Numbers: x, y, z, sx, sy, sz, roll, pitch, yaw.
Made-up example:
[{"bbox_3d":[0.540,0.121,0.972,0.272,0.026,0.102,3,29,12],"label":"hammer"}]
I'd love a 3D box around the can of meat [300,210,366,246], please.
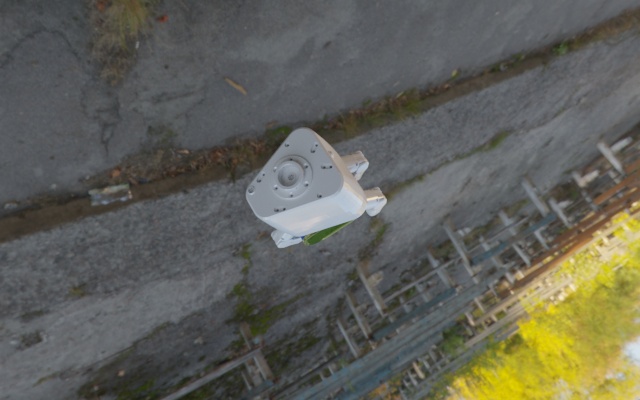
[{"bbox_3d":[0.000,0.002,0.661,0.102,0.084,0.057,-34,-20,5],"label":"can of meat"}]
